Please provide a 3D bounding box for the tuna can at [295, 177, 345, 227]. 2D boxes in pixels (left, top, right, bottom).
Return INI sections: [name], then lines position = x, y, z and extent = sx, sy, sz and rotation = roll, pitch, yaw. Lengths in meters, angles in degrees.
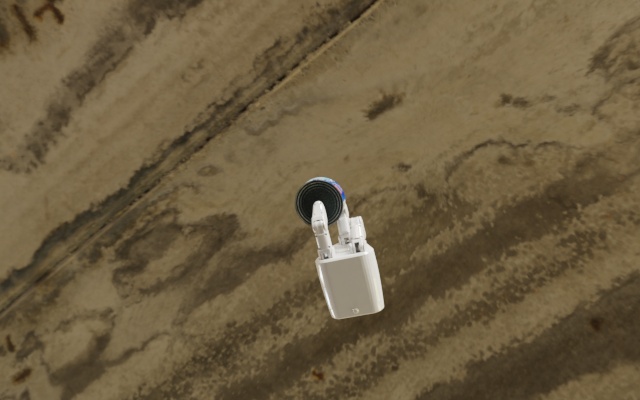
[tuna can]
position = 0.000, 0.003, 0.836
extent = 0.086, 0.086, 0.033
rotation = 0, 14, 11
